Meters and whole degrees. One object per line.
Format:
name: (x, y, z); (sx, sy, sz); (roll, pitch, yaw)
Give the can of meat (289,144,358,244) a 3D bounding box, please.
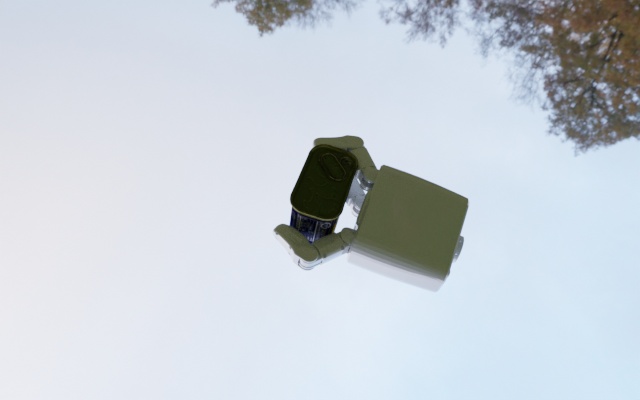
can of meat: (0.000, 0.002, 0.547); (0.057, 0.102, 0.084); (18, -37, 4)
